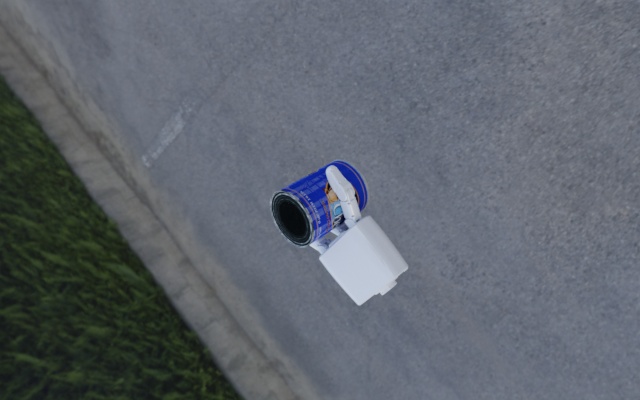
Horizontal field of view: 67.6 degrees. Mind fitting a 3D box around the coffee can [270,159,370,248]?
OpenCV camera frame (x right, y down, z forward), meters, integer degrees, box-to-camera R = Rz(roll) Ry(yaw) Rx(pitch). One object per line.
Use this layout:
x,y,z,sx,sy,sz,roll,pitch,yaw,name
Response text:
0.000,0.002,0.806,0.140,0.103,0.103,-31,19,-37,coffee can
